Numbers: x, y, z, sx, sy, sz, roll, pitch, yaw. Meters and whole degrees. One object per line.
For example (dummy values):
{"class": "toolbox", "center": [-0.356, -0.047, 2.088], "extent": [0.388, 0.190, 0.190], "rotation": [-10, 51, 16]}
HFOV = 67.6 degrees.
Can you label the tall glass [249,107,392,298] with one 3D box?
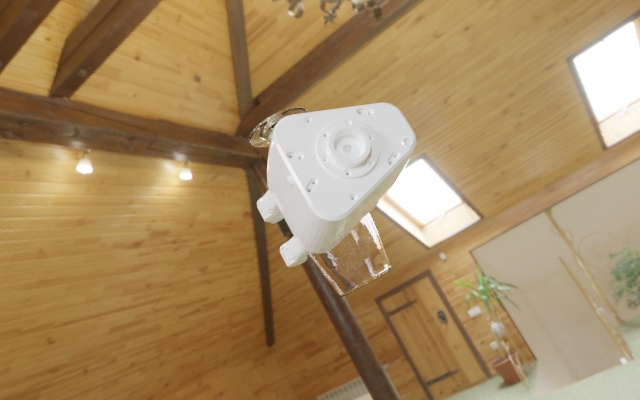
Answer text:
{"class": "tall glass", "center": [0.000, 0.001, 0.518], "extent": [0.079, 0.201, 0.079], "rotation": [-28, -12, -7]}
